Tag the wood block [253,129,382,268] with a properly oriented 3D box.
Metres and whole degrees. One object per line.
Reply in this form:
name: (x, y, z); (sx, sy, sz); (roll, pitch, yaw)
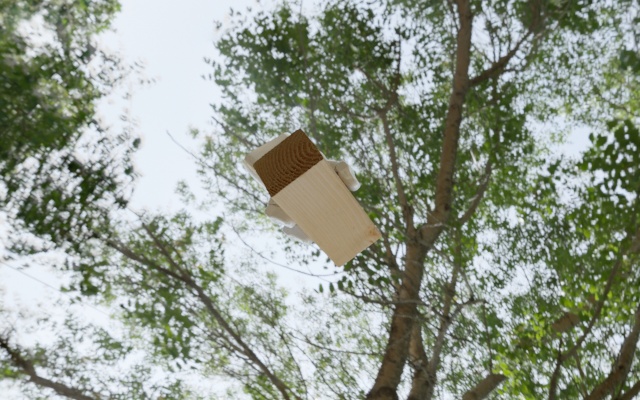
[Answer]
wood block: (0.000, 0.002, 0.731); (0.206, 0.091, 0.090); (50, 4, -44)
